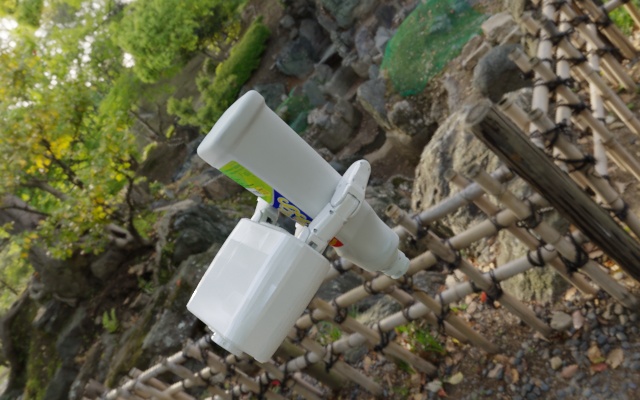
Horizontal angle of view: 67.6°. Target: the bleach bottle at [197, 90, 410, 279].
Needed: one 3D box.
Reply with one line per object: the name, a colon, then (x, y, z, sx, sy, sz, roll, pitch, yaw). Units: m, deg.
bleach bottle: (0.000, 0.002, 0.484, 0.251, 0.068, 0.102, 38, -18, -19)
